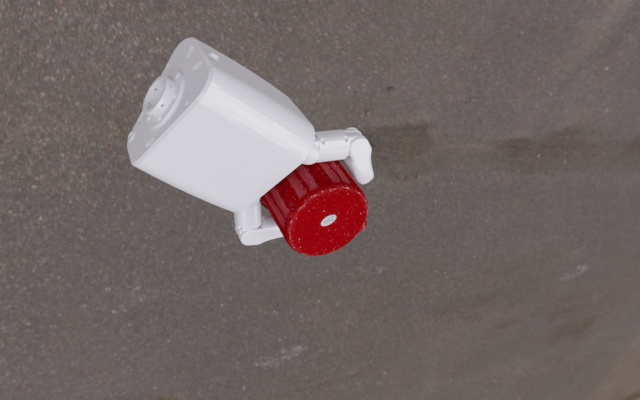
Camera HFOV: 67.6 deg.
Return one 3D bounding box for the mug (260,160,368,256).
[{"bbox_3d":[0.001,0.002,0.456,0.117,0.093,0.081,26,20,-41],"label":"mug"}]
